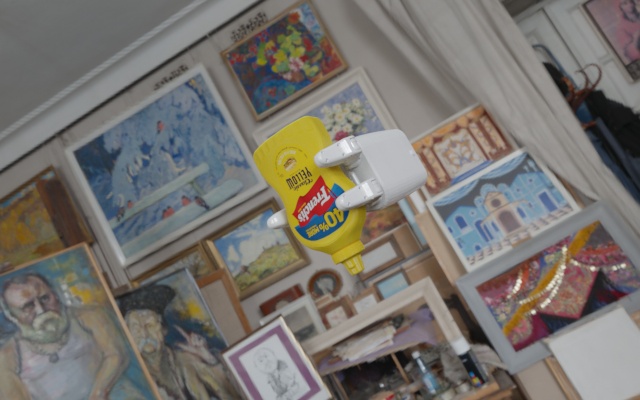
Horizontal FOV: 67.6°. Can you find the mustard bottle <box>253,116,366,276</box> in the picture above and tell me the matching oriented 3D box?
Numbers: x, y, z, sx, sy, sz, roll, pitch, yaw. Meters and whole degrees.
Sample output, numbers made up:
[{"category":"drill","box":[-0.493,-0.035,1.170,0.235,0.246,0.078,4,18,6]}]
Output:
[{"category":"mustard bottle","box":[0.000,0.002,0.577,0.096,0.191,0.058,-31,-8,21]}]
